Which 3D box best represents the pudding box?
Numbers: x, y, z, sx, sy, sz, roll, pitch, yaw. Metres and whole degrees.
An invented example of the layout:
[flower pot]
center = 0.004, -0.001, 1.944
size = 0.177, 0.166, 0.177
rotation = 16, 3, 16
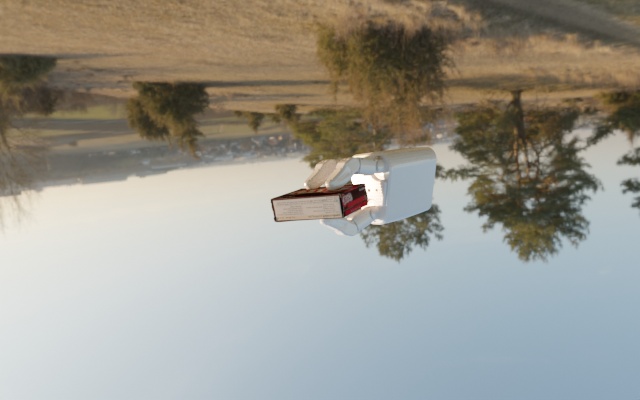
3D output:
[pudding box]
center = 0.000, 0.002, 0.683
size = 0.113, 0.039, 0.090
rotation = -7, 7, 28
